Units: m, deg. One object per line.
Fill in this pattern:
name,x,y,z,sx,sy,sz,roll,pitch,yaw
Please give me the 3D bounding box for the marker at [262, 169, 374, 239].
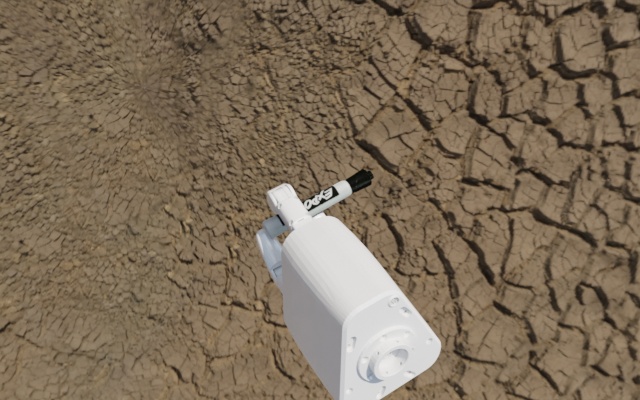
marker,0.000,0.002,0.473,0.121,0.020,0.020,-28,6,-12
